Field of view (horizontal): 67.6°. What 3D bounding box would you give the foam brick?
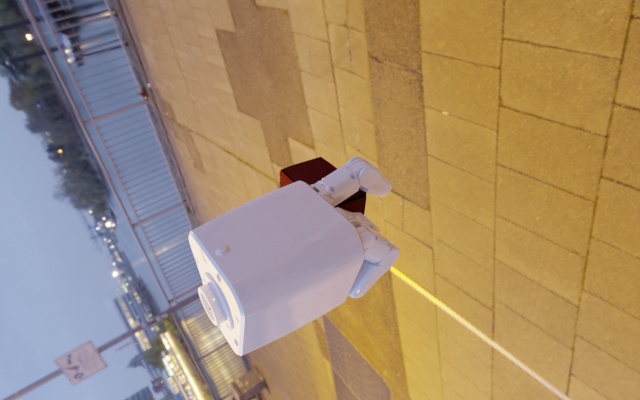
[{"bbox_3d":[0.000,0.001,0.468,0.051,0.053,0.078,-21,43,-29],"label":"foam brick"}]
